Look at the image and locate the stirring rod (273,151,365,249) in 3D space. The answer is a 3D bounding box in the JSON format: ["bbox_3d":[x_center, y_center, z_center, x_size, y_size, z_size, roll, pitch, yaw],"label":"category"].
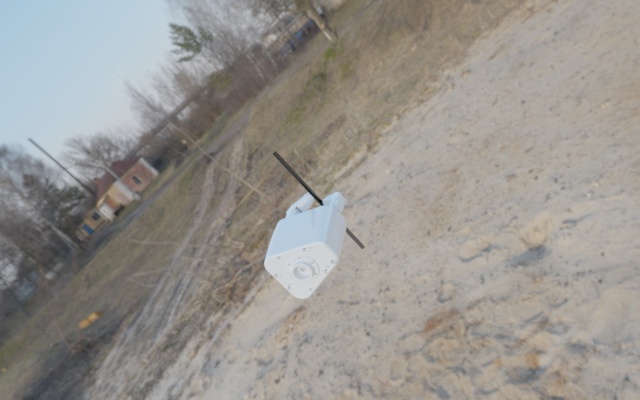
[{"bbox_3d":[0.000,0.003,0.848,0.011,0.239,0.011,-39,17,14],"label":"stirring rod"}]
